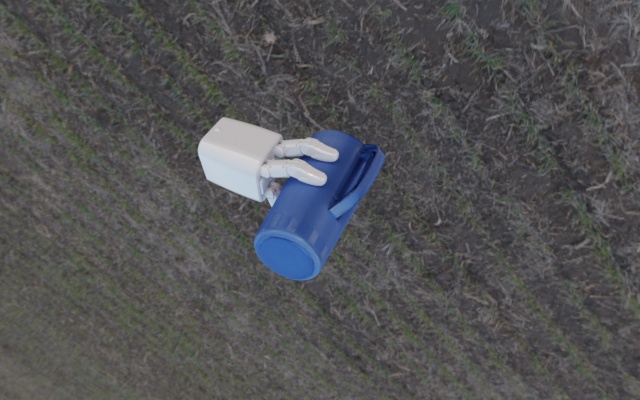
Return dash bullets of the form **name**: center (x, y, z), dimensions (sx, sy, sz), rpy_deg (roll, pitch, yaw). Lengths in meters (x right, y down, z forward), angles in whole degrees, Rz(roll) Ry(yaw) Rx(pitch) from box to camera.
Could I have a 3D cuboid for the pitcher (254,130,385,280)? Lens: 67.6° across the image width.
- **pitcher**: center (0.000, 0.002, 0.762), dimensions (0.145, 0.149, 0.242), rpy_deg (20, 48, 10)
